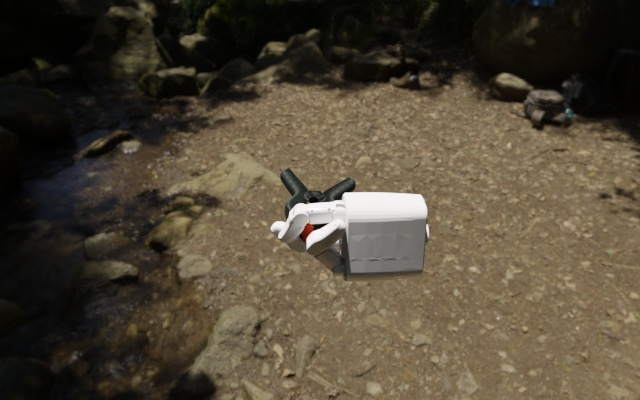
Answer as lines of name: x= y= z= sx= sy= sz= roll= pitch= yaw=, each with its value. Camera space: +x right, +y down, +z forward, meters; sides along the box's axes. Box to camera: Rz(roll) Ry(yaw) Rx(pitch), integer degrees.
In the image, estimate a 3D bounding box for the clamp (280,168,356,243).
clamp: x=0.000 y=0.002 z=0.708 sx=0.120 sy=0.039 sz=0.171 roll=-1 pitch=35 yaw=-4
